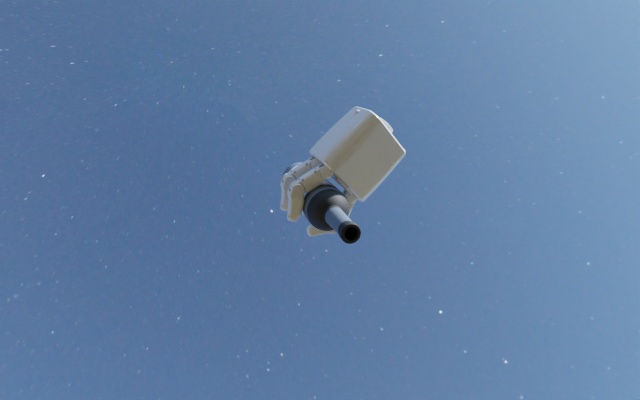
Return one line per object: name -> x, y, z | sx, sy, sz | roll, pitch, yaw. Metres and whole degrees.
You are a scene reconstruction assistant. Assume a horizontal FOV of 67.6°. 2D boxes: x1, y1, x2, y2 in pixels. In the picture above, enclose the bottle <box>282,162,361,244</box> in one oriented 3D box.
bottle -> 0.000, 0.002, 0.744 | 0.069, 0.069, 0.295 | 0, 16, -16
